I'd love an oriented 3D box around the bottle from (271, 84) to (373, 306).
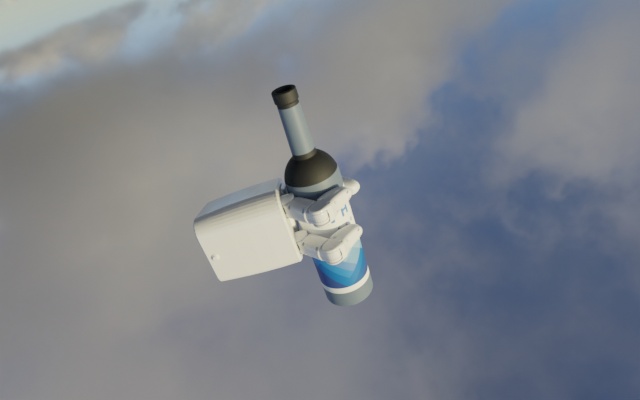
[{"bbox_3d":[0.000,0.002,0.582,0.069,0.296,0.069,-13,31,8],"label":"bottle"}]
